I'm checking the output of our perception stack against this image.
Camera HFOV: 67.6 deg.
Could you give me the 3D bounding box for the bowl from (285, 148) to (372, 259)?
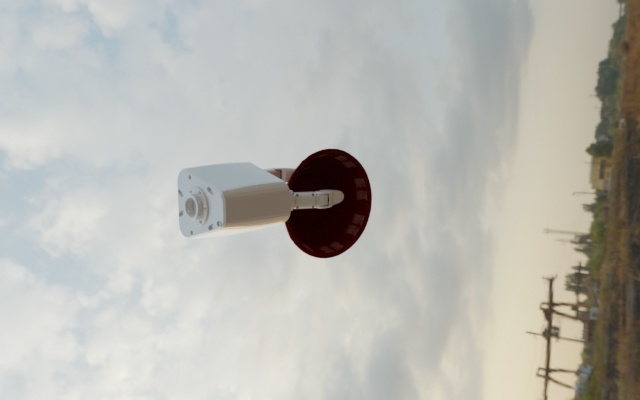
[{"bbox_3d":[0.001,0.003,0.718,0.162,0.162,0.055,0,7,-36],"label":"bowl"}]
